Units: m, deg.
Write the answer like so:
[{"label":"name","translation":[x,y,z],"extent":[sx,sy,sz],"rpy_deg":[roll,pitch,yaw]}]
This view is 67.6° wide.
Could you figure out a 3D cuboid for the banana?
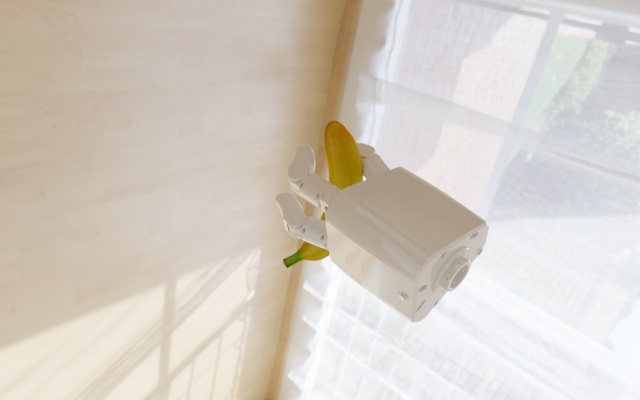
[{"label":"banana","translation":[0.014,0.002,0.530],"extent":[0.069,0.198,0.037],"rpy_deg":[-10,41,-36]}]
